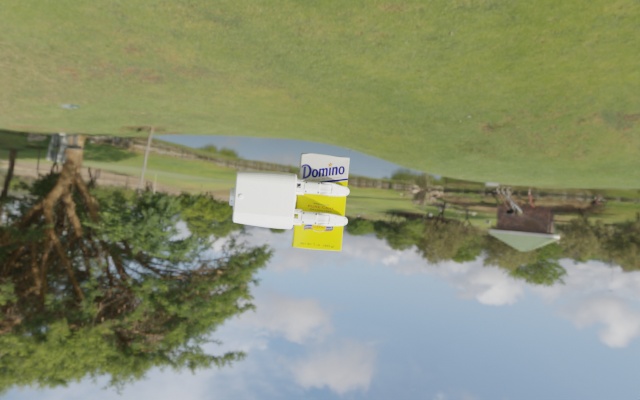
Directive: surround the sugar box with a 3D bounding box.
[{"bbox_3d":[0.000,0.003,0.893,0.093,0.176,0.048,5,-2,-6],"label":"sugar box"}]
